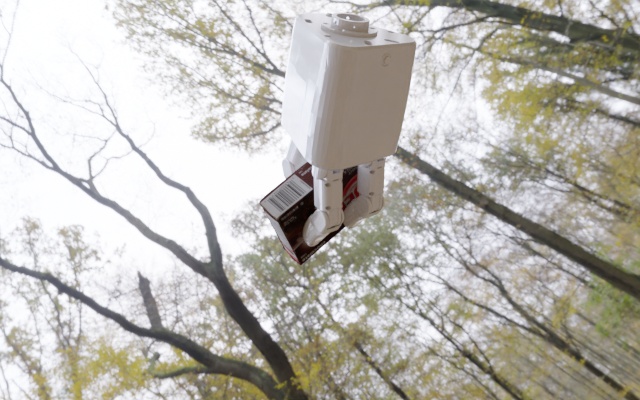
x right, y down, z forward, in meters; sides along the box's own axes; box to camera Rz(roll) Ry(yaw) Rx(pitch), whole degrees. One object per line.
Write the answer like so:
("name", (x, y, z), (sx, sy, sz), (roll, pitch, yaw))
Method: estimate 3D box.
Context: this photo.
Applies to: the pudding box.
("pudding box", (0.000, 0.002, 0.500), (0.113, 0.090, 0.039), (-38, 52, -13))
